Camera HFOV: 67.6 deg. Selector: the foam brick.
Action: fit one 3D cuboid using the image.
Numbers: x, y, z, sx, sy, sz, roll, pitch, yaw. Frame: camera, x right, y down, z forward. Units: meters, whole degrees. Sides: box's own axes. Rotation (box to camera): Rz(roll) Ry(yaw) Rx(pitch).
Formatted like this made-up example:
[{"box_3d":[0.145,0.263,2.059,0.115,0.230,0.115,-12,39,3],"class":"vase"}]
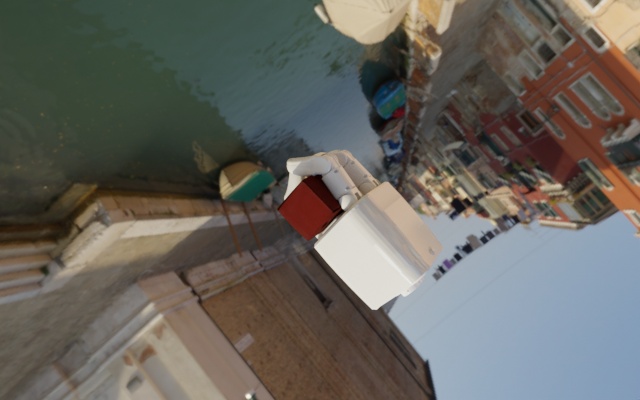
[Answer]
[{"box_3d":[0.000,0.002,0.551,0.053,0.051,0.078,-48,-9,31],"class":"foam brick"}]
